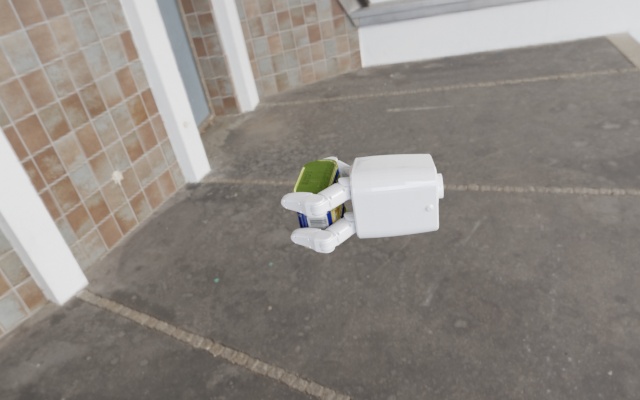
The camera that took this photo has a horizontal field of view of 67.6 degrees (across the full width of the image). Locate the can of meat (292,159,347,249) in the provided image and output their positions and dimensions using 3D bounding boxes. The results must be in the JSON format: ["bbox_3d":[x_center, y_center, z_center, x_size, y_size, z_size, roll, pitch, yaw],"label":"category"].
[{"bbox_3d":[0.000,0.002,0.661,0.057,0.084,0.102,-2,34,13],"label":"can of meat"}]
